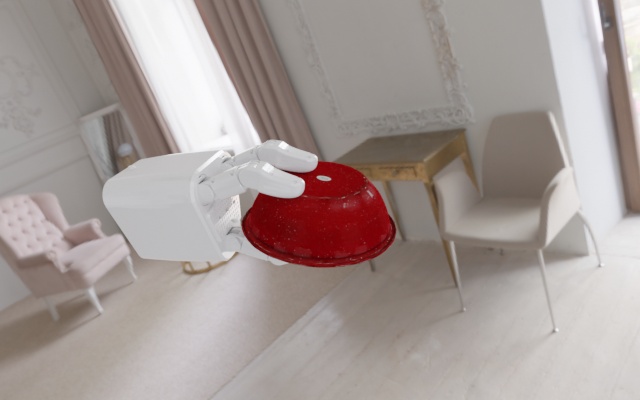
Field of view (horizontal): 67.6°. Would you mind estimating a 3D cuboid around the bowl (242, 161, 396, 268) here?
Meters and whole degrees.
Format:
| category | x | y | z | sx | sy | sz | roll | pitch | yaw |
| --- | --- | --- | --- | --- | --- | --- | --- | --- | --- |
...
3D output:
| category | x | y | z | sx | sy | sz | roll | pitch | yaw |
| --- | --- | --- | --- | --- | --- | --- | --- | --- | --- |
| bowl | 0.001 | 0.001 | 0.491 | 0.162 | 0.055 | 0.162 | 3 | 27 | -1 |
